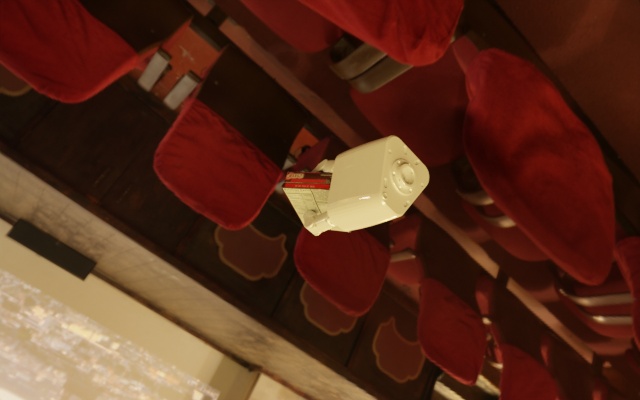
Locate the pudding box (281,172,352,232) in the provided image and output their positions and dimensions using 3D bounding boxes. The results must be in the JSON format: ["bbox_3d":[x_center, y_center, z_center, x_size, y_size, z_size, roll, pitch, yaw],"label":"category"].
[{"bbox_3d":[0.000,0.003,0.765,0.090,0.039,0.114,5,-38,27],"label":"pudding box"}]
